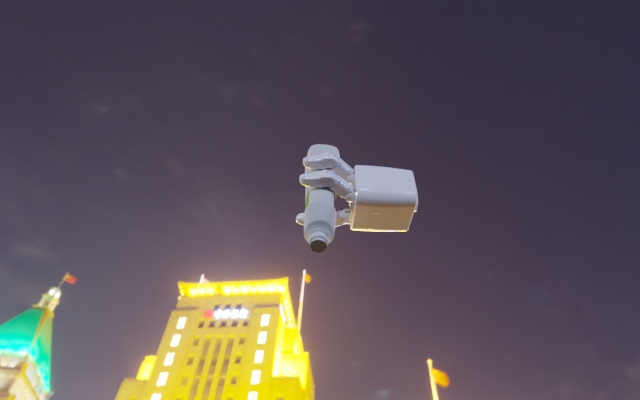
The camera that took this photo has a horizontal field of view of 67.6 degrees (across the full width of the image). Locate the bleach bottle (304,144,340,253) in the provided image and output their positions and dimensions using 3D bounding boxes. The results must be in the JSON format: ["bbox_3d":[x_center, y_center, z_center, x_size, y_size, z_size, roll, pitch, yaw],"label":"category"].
[{"bbox_3d":[0.000,0.003,0.853,0.068,0.103,0.250,4,38,-1],"label":"bleach bottle"}]
